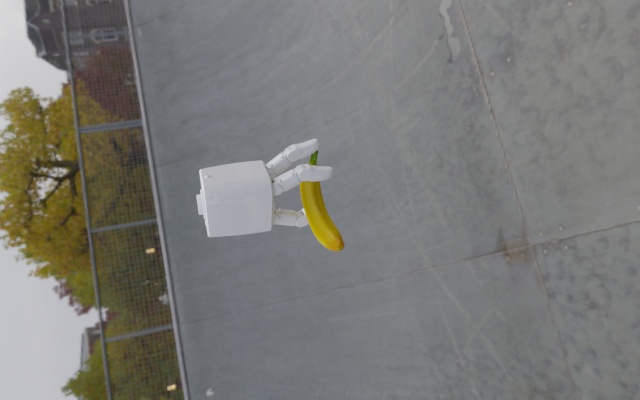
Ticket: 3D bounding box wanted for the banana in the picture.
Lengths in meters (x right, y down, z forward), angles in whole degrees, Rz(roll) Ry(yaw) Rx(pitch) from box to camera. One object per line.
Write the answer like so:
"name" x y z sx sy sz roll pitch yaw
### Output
"banana" -0.004 0.011 0.780 0.037 0.197 0.070 -6 -35 -16
